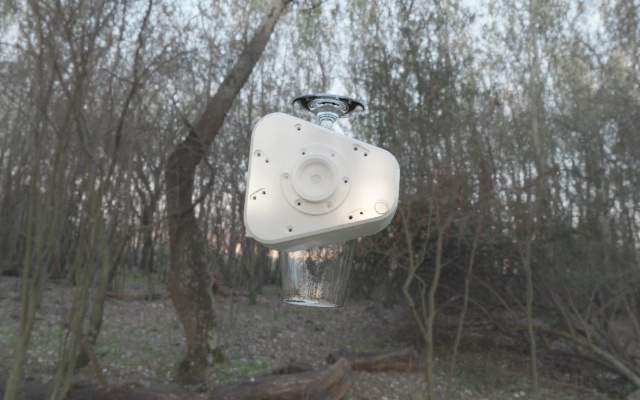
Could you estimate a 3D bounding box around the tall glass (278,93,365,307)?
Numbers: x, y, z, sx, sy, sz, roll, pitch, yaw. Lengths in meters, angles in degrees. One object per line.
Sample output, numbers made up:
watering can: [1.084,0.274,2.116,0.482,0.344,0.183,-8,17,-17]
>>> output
tall glass: [0.000,0.001,0.477,0.079,0.201,0.079,5,-7,1]
